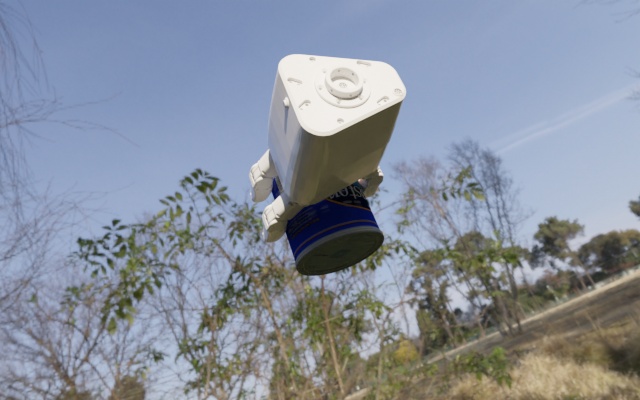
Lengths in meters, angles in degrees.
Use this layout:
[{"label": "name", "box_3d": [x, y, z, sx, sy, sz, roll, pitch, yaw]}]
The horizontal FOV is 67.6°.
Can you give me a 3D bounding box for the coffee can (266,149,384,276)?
[{"label": "coffee can", "box_3d": [0.000, 0.002, 0.554, 0.103, 0.140, 0.103, -17, -27, -9]}]
